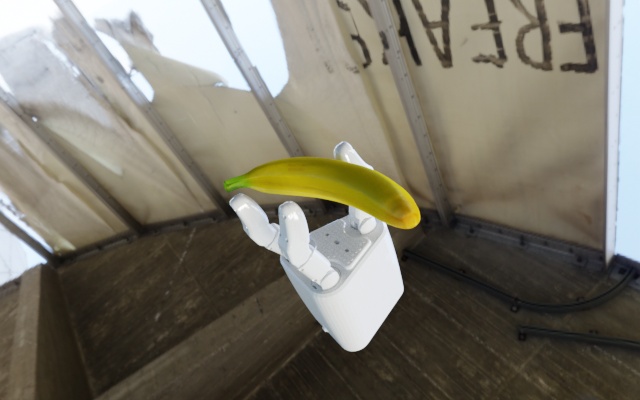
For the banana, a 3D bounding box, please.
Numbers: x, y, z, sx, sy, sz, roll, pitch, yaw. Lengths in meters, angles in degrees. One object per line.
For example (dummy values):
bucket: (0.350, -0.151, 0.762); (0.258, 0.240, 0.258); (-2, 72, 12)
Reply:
banana: (0.007, -0.010, 0.429); (0.198, 0.037, 0.069); (9, 42, 33)
